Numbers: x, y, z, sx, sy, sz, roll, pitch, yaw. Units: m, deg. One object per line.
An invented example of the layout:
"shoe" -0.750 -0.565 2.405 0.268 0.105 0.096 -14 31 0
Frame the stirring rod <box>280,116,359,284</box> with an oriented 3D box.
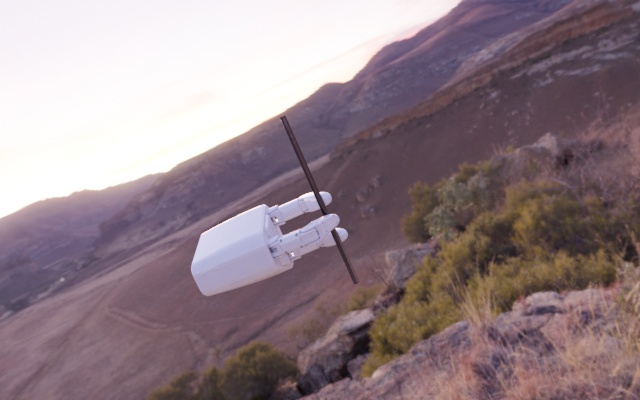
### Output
"stirring rod" 0.000 0.002 0.625 0.011 0.239 0.011 -23 9 4
